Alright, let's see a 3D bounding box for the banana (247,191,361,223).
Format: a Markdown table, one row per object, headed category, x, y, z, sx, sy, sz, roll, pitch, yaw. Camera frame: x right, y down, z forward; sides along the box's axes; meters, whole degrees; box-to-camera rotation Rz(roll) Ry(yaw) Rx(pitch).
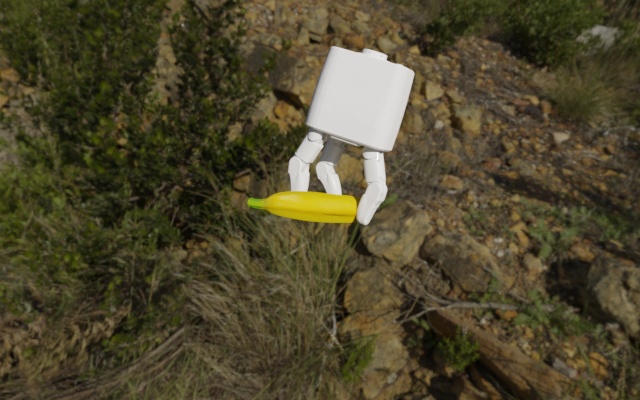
| category | x | y | z | sx | sy | sz | roll | pitch | yaw |
| --- | --- | --- | --- | --- | --- | --- | --- | --- | --- |
| banana | 0.007 | 0.007 | 0.631 | 0.198 | 0.037 | 0.069 | 6 | 12 | -35 |
